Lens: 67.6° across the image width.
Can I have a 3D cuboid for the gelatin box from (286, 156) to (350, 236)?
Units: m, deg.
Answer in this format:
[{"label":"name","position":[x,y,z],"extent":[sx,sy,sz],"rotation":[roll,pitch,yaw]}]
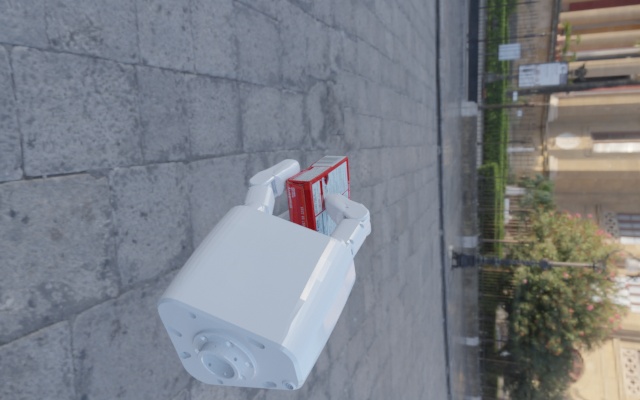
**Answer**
[{"label":"gelatin box","position":[0.001,0.001,0.480],"extent":[0.030,0.073,0.089],"rotation":[6,24,26]}]
